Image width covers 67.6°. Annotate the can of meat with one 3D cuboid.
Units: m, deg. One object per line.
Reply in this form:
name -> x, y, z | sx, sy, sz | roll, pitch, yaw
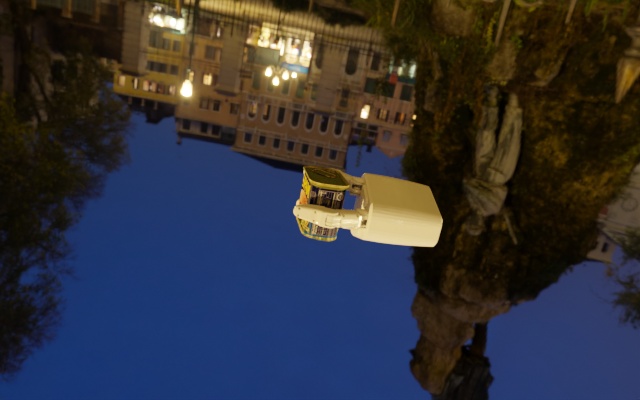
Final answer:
can of meat -> 0.000, 0.003, 0.700 | 0.057, 0.084, 0.102 | 7, 17, -12
